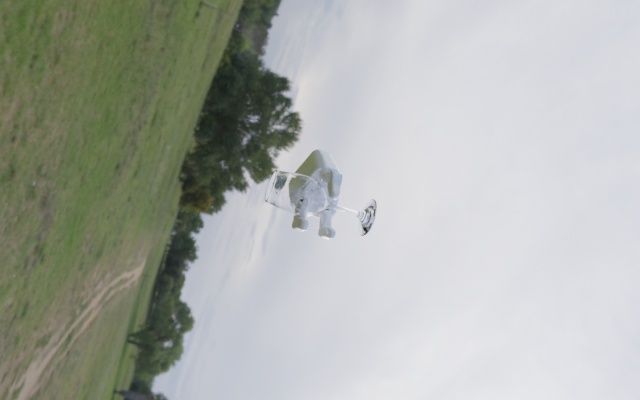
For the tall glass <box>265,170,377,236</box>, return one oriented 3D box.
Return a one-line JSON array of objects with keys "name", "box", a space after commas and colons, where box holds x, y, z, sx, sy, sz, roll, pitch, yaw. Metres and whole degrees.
[{"name": "tall glass", "box": [0.001, 0.003, 0.895, 0.201, 0.079, 0.079, 18, -5, -15]}]
